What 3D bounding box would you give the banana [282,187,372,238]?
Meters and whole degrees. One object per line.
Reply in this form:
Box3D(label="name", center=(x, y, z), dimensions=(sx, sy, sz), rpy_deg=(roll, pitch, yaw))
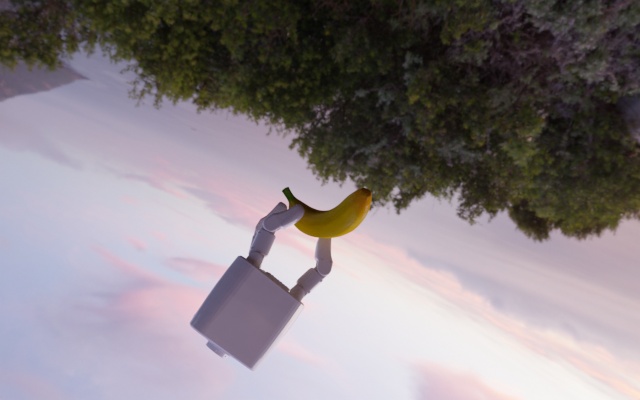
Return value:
Box3D(label="banana", center=(0.006, 0.018, 0.625), dimensions=(0.037, 0.070, 0.198), rpy_deg=(-34, 19, -29))
